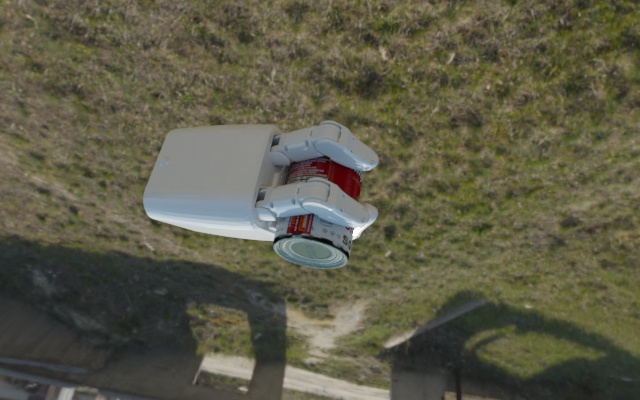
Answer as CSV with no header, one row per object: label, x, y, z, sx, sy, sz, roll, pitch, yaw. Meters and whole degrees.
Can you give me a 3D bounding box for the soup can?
soup can,0.001,0.002,0.425,0.068,0.102,0.068,9,-27,5
